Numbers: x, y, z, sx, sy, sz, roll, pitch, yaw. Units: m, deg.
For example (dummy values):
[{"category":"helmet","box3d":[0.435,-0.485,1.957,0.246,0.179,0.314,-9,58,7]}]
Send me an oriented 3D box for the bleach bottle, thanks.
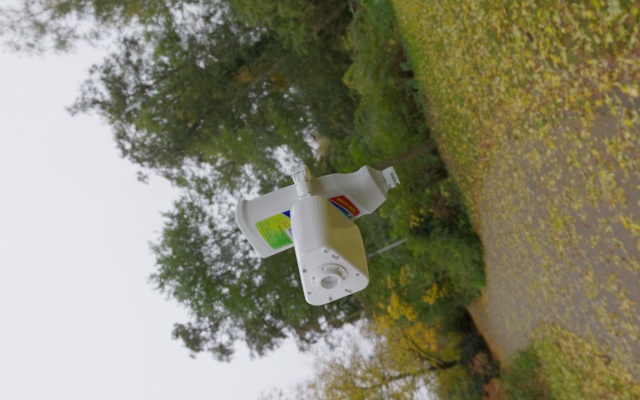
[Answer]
[{"category":"bleach bottle","box3d":[0.000,0.003,0.753,0.251,0.103,0.068,-23,35,10]}]
